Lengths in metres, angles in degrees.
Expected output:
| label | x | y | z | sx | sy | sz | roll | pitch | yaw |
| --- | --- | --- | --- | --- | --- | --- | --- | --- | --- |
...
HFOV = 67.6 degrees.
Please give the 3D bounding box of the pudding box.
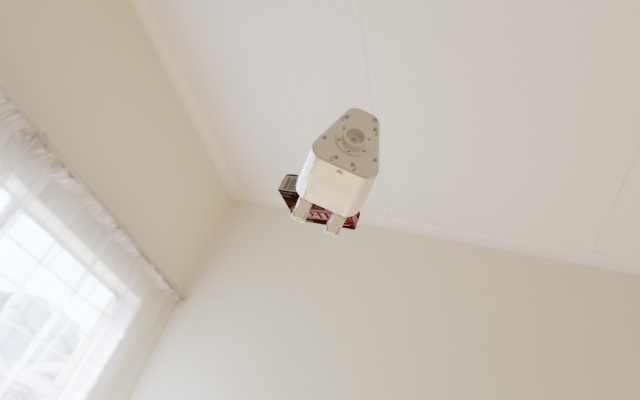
| label | x | y | z | sx | sy | sz | roll | pitch | yaw |
| --- | --- | --- | --- | --- | --- | --- | --- | --- | --- |
| pudding box | 0.000 | 0.002 | 0.763 | 0.113 | 0.039 | 0.090 | 10 | -32 | 25 |
